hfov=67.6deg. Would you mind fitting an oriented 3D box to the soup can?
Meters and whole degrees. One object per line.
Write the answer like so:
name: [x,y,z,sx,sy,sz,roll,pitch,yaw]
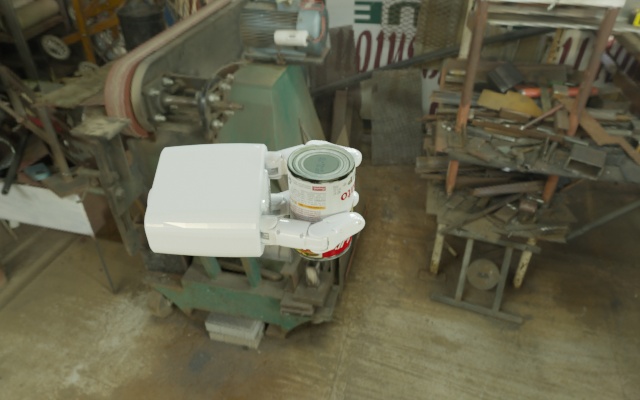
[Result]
soup can: [0.001,0.001,0.488,0.068,0.102,0.068,0,38,0]
